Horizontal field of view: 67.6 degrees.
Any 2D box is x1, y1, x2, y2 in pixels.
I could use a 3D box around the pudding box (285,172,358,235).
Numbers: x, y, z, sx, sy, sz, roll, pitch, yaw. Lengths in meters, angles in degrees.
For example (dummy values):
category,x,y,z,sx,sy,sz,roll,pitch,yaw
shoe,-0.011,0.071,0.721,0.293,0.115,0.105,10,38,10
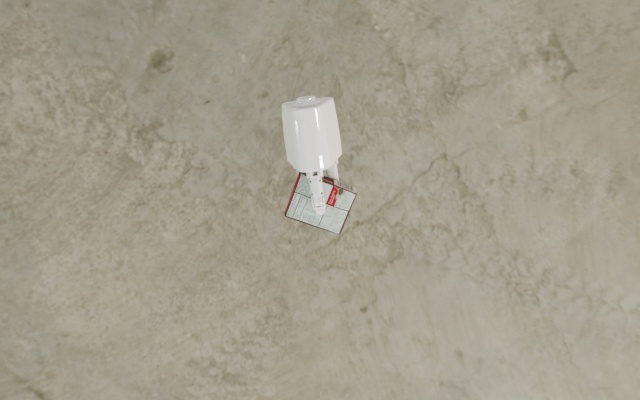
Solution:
category,x,y,z,sx,sy,sz,roll,pitch,yaw
pudding box,0.000,0.003,0.876,0.113,0.090,0.039,20,19,-6
